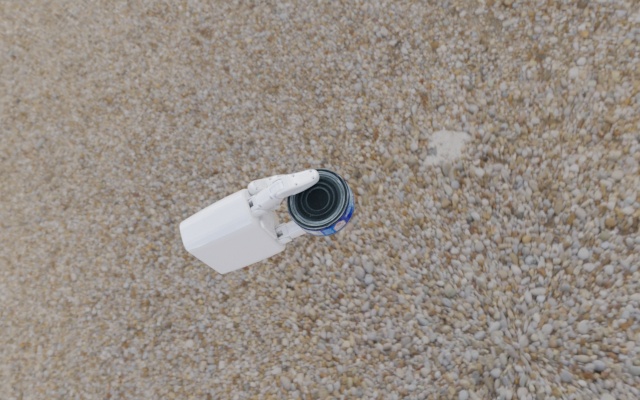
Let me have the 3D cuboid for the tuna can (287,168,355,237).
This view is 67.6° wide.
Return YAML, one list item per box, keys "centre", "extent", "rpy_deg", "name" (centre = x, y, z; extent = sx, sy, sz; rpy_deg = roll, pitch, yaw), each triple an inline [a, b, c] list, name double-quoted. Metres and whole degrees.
- centre: [0.000, 0.002, 0.623]
  extent: [0.086, 0.086, 0.034]
  rpy_deg: [0, -18, 17]
  name: "tuna can"
